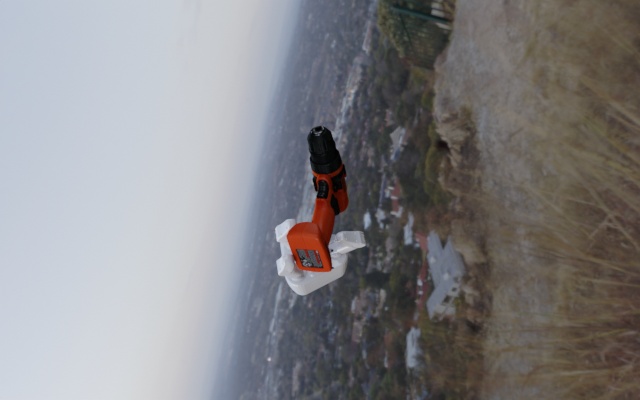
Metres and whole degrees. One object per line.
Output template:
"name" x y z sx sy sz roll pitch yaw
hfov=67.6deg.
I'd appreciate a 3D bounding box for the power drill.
"power drill" 0.000 0.003 0.750 0.057 0.187 0.185 2 -41 18
